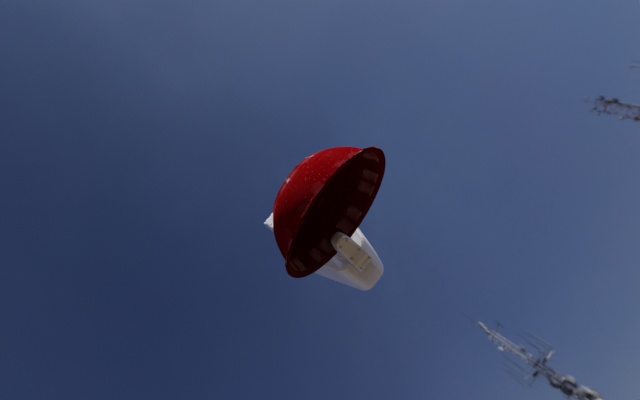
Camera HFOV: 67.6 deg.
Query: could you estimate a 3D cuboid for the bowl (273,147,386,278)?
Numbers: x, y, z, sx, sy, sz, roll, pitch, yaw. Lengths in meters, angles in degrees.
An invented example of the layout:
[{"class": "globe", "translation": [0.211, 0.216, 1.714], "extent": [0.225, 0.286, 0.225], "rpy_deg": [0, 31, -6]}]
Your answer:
[{"class": "bowl", "translation": [0.000, 0.001, 0.507], "extent": [0.055, 0.162, 0.162], "rpy_deg": [35, 14, 22]}]
